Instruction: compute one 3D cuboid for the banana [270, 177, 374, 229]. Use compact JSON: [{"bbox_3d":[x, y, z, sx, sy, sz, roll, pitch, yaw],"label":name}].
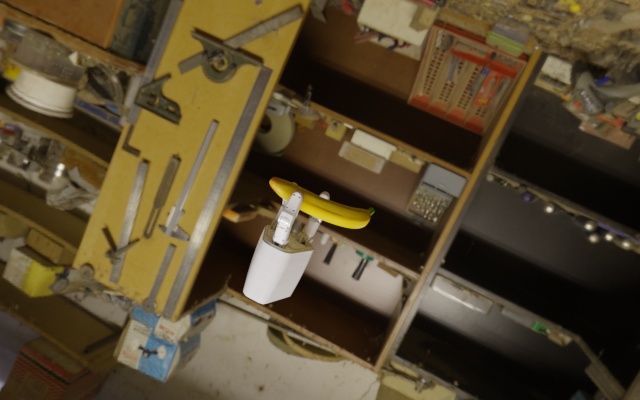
[{"bbox_3d":[0.006,0.010,0.814,0.198,0.037,0.069,19,15,-15],"label":"banana"}]
